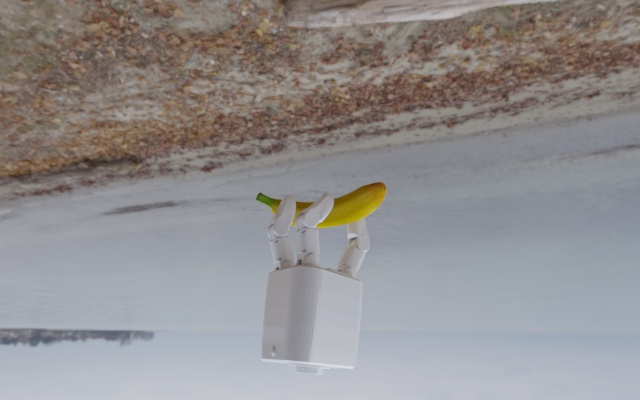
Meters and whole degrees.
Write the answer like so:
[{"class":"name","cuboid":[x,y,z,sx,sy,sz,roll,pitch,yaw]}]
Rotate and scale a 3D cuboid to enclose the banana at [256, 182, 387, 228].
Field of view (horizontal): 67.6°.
[{"class":"banana","cuboid":[0.007,0.010,0.630,0.198,0.037,0.070,-6,-28,33]}]
